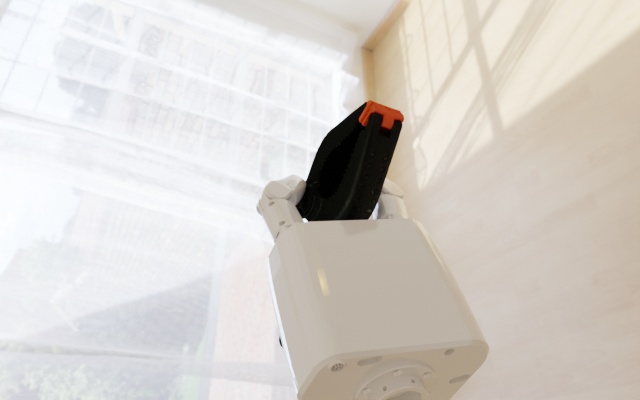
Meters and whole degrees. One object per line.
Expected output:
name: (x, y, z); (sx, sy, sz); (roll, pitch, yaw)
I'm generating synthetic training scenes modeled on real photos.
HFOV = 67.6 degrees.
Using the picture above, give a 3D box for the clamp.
clamp: (0.000, 0.001, 0.409); (0.036, 0.210, 0.164); (12, 32, -26)
